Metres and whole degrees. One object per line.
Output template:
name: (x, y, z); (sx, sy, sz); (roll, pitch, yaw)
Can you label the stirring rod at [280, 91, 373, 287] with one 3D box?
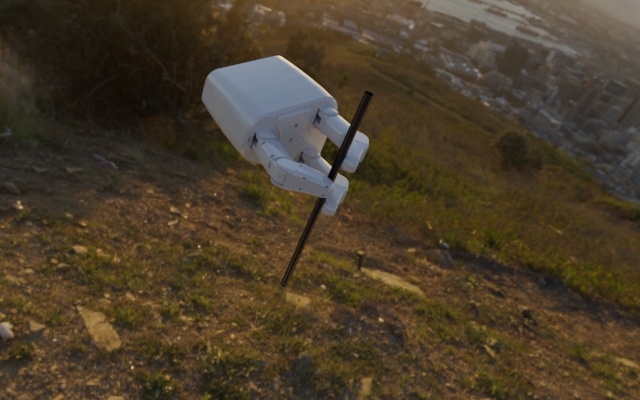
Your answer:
stirring rod: (0.000, 0.002, 0.470); (0.011, 0.240, 0.011); (17, 33, -11)
